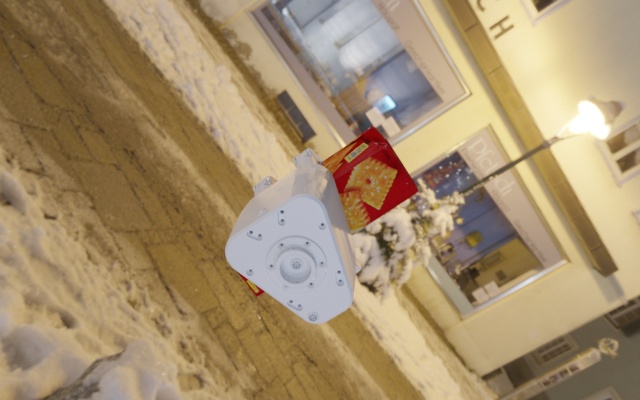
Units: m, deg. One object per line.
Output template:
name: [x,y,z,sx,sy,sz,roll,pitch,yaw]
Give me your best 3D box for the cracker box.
cracker box: [0.000,0.002,0.577,0.214,0.072,0.164,-33,12,11]
